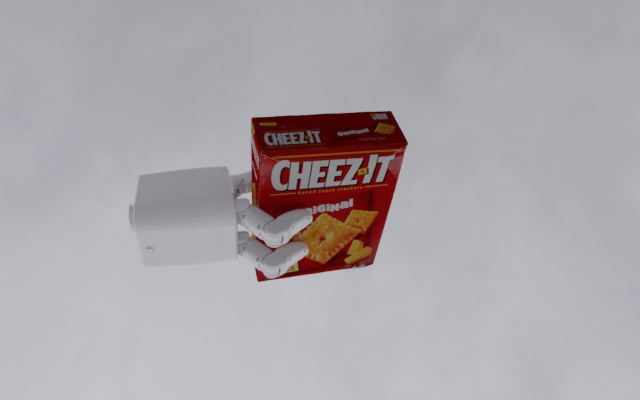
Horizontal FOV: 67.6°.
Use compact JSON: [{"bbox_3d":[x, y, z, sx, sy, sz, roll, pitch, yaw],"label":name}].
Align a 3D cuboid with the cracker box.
[{"bbox_3d":[0.000,0.002,0.581,0.164,0.214,0.072,-6,46,-14],"label":"cracker box"}]
